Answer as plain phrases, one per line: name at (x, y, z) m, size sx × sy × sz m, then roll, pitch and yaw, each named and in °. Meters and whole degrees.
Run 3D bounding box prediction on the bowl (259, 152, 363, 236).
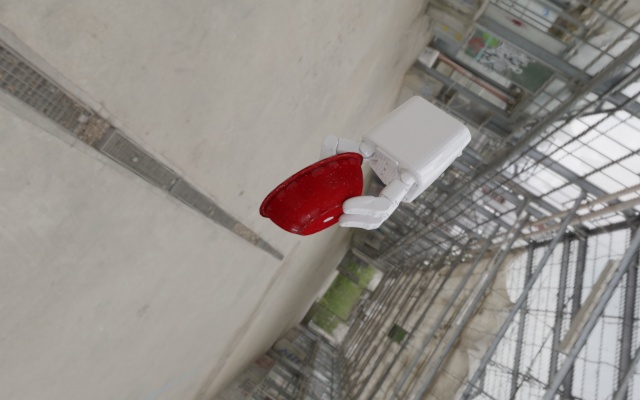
bowl at (-0.001, 0.003, 0.650) m, size 0.162 × 0.055 × 0.162 m, roll -27°, pitch -15°, yaw -8°
